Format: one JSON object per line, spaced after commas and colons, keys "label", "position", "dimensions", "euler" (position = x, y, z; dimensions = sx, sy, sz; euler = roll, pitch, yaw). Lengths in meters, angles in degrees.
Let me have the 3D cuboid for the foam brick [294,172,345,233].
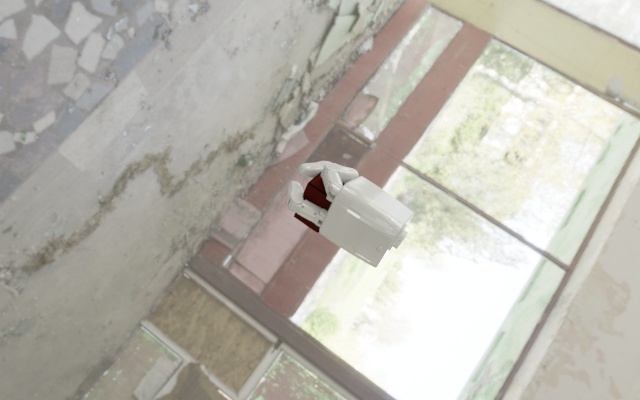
{"label": "foam brick", "position": [0.000, 0.003, 0.775], "dimensions": [0.051, 0.078, 0.053], "euler": [34, 39, 11]}
